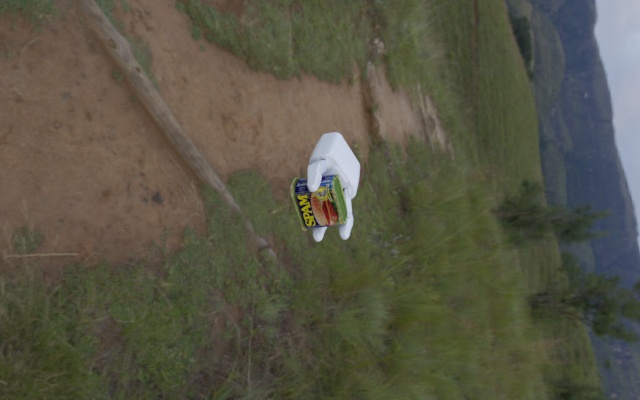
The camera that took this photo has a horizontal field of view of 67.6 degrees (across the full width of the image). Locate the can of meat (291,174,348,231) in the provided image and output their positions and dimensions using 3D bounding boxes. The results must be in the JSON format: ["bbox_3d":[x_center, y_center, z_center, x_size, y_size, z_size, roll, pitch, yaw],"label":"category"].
[{"bbox_3d":[0.000,0.003,0.898,0.084,0.102,0.057,-7,29,17],"label":"can of meat"}]
